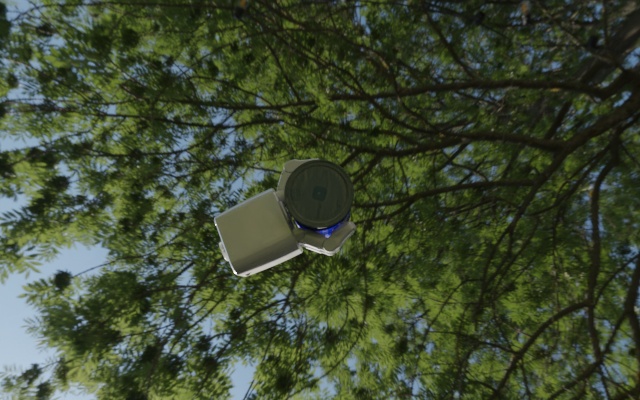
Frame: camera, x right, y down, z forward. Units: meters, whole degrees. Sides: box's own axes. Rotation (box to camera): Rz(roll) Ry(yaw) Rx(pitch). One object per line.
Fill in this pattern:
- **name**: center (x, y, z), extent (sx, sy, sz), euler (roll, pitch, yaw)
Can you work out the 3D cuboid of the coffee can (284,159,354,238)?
- **coffee can**: center (0.000, 0.002, 0.764), extent (0.103, 0.102, 0.140), euler (0, -11, 2)
